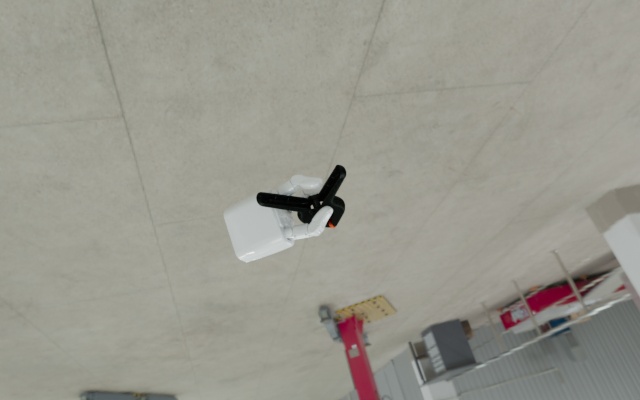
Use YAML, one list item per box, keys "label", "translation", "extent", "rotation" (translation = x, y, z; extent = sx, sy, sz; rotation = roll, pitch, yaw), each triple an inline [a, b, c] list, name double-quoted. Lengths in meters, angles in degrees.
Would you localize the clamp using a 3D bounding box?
- label: "clamp"
  translation: [0.000, 0.004, 0.893]
  extent: [0.164, 0.036, 0.210]
  rotation: [-21, -27, 17]
